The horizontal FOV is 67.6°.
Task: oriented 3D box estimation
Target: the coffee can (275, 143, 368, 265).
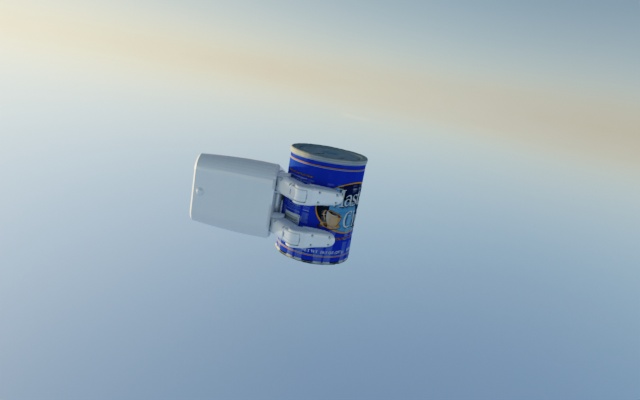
[{"bbox_3d":[0.000,0.002,0.643,0.103,0.140,0.102,10,14,-2],"label":"coffee can"}]
